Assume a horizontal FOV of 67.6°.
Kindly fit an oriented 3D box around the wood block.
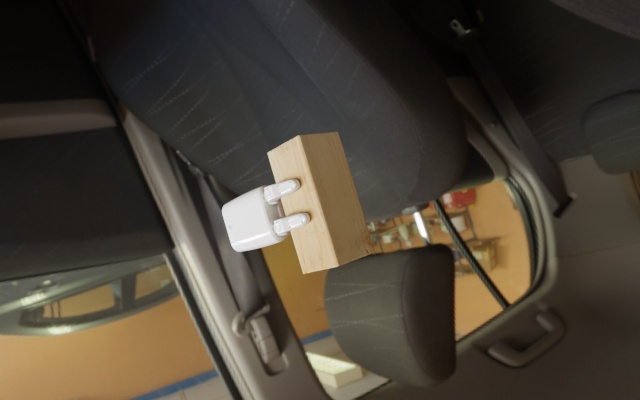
[{"bbox_3d":[0.000,0.003,0.774,0.091,0.206,0.090,-13,-5,-43],"label":"wood block"}]
